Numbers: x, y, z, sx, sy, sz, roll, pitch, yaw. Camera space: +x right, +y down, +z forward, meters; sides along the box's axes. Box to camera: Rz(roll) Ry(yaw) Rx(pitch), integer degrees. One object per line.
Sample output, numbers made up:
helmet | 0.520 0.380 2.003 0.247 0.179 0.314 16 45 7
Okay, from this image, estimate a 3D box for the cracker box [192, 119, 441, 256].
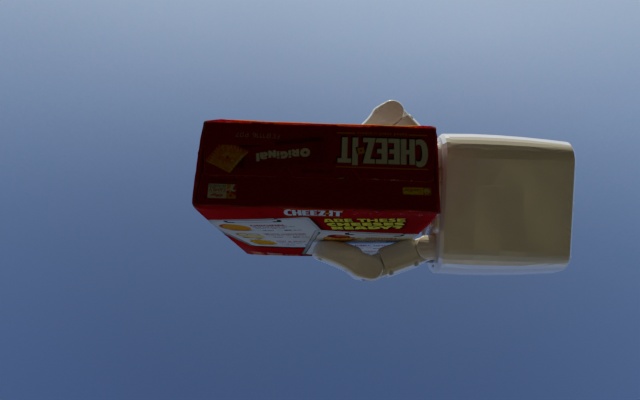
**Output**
cracker box | 0.000 0.002 0.418 0.164 0.072 0.214 1 -15 1
